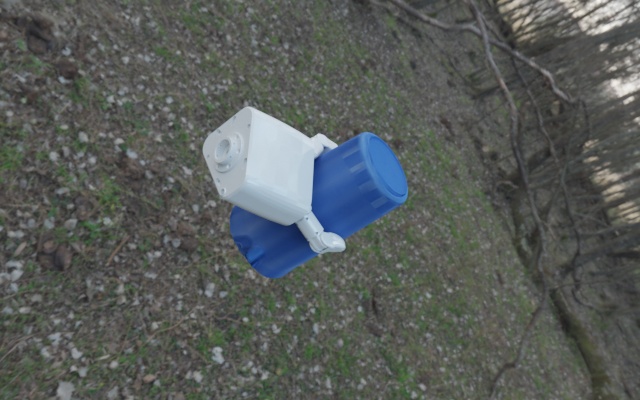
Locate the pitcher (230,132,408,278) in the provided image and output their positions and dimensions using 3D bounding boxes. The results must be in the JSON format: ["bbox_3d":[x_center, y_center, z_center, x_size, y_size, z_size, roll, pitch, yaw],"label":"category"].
[{"bbox_3d":[0.000,0.002,0.689,0.243,0.149,0.145,-30,-35,29],"label":"pitcher"}]
